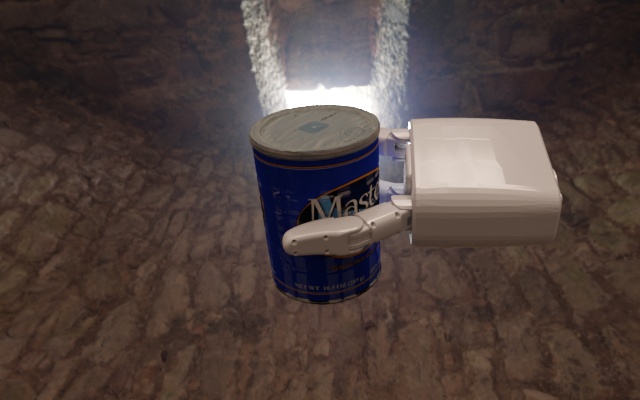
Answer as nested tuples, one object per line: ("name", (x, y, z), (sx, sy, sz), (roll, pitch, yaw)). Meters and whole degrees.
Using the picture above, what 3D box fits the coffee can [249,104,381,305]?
("coffee can", (0.000, 0.001, 0.407), (0.103, 0.140, 0.102), (-4, 30, 2))
